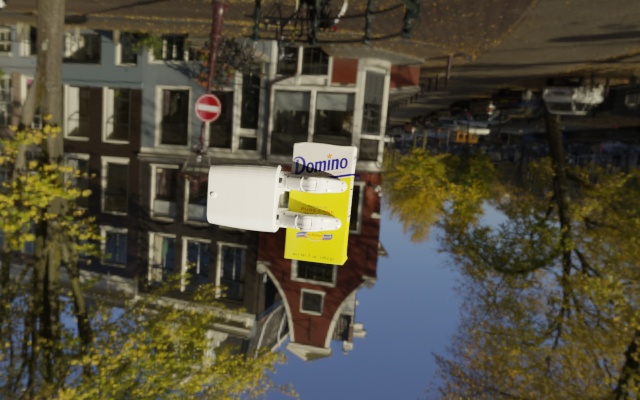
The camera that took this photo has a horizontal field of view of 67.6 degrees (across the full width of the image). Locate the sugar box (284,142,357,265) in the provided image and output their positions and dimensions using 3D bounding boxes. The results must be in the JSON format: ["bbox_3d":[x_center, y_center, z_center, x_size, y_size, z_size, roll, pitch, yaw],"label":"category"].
[{"bbox_3d":[0.000,0.002,0.718,0.093,0.176,0.048,5,7,9],"label":"sugar box"}]
